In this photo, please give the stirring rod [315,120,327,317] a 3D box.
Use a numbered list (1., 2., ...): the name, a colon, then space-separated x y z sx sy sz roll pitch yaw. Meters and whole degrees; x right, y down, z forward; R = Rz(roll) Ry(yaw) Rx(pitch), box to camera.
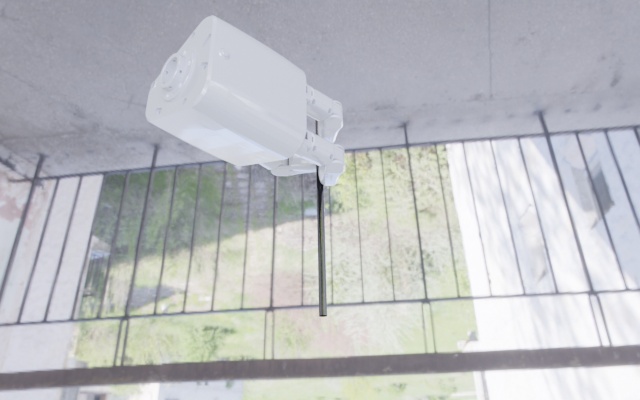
1. stirring rod: 0.000 0.002 0.506 0.011 0.239 0.011 -1 -26 -1
